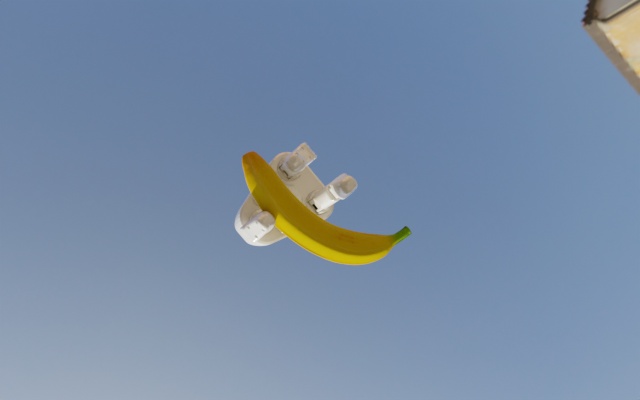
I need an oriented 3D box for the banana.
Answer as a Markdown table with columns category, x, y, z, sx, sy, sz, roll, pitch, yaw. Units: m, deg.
| category | x | y | z | sx | sy | sz | roll | pitch | yaw |
| --- | --- | --- | --- | --- | --- | --- | --- | --- | --- |
| banana | -0.005 | 0.020 | 0.509 | 0.198 | 0.069 | 0.037 | 26 | -10 | -9 |
